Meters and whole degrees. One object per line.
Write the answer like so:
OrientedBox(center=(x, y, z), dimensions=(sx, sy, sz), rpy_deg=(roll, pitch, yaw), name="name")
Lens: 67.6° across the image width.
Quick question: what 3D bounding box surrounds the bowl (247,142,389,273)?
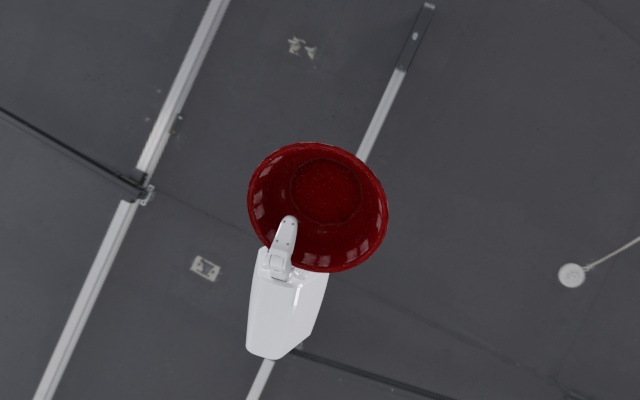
OrientedBox(center=(0.001, 0.001, 0.550), dimensions=(0.162, 0.162, 0.055), rpy_deg=(0, 25, 14), name="bowl")
